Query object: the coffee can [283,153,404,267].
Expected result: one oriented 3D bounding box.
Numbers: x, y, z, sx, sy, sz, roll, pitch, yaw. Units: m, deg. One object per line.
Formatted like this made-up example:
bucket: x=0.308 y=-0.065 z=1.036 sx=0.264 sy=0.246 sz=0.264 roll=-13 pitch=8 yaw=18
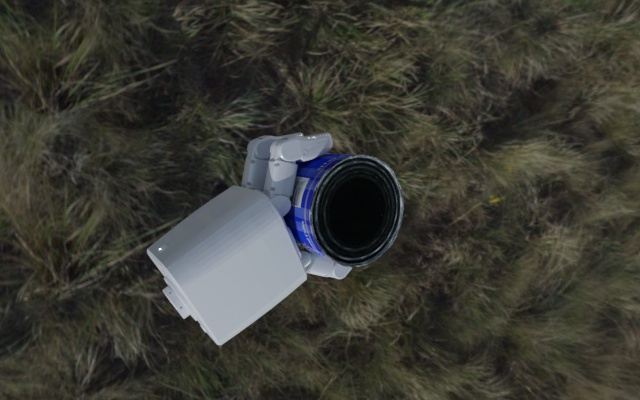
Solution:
coffee can: x=0.000 y=0.002 z=0.486 sx=0.103 sy=0.103 sz=0.140 roll=0 pitch=7 yaw=-31
